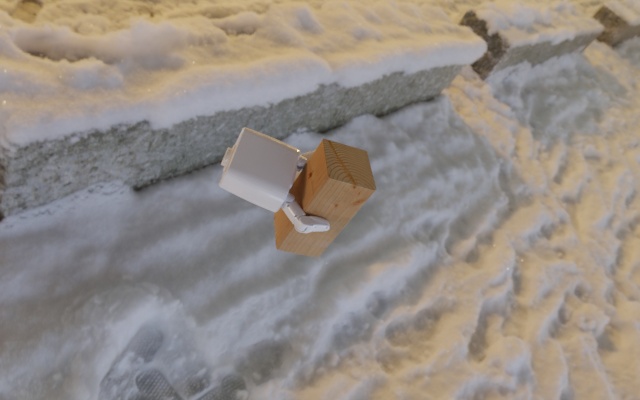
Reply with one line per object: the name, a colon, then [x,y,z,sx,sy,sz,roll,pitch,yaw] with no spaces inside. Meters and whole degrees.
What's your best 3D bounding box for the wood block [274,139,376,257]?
wood block: [0.000,0.003,0.839,0.090,0.090,0.206,14,-44,-24]
